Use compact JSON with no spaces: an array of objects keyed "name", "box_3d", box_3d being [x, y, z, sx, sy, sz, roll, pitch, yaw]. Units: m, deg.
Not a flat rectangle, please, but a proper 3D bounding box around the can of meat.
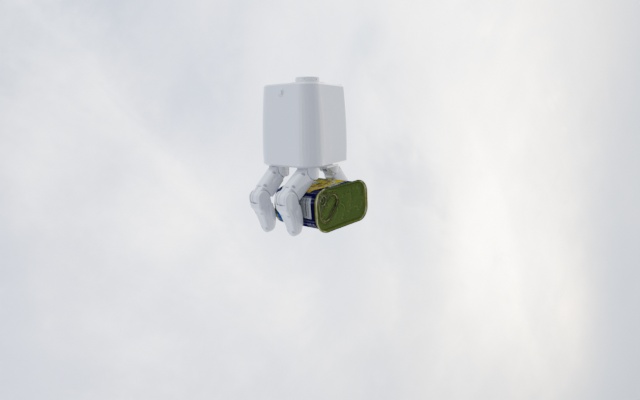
[{"name":"can of meat","box_3d":[0.000,0.002,0.645,0.084,0.057,0.102,9,18,42]}]
